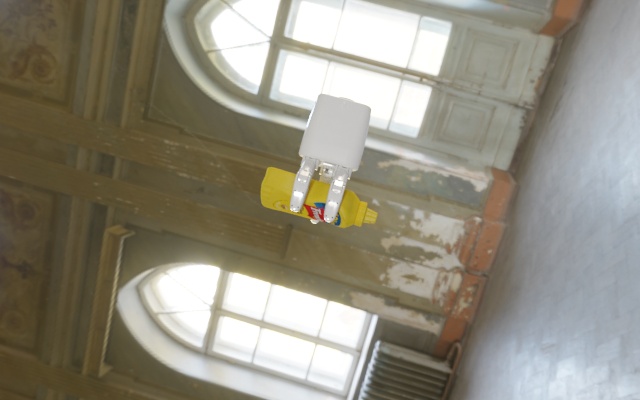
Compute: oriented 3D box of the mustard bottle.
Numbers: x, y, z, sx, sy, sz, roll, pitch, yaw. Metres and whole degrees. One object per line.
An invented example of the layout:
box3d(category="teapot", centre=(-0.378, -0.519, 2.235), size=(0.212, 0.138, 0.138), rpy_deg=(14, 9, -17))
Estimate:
box3d(category="mustard bottle", centre=(0.000, 0.003, 0.790), size=(0.191, 0.058, 0.096), rpy_deg=(16, -26, 4))
